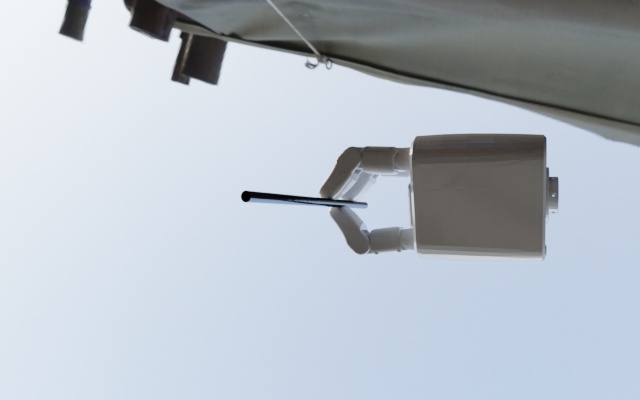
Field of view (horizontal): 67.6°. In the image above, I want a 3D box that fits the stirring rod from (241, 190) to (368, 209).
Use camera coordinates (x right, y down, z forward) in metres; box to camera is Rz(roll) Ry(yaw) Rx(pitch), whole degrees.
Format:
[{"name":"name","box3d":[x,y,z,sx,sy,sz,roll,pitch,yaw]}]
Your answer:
[{"name":"stirring rod","box3d":[0.000,0.001,0.424,0.011,0.011,0.239,0,-2,24]}]
